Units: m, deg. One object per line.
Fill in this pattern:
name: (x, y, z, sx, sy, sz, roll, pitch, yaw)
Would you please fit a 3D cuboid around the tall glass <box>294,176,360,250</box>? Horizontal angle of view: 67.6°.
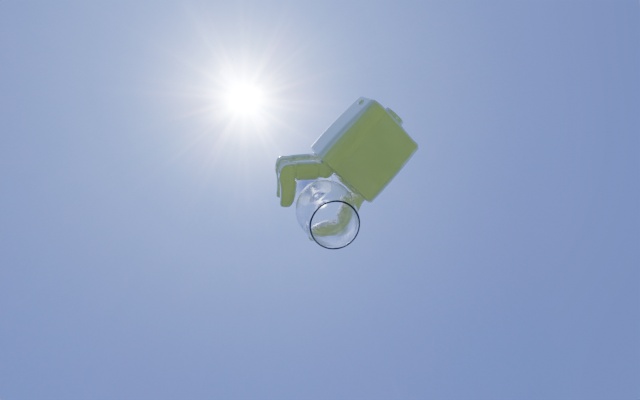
tall glass: (0.000, 0.002, 0.658, 0.079, 0.079, 0.201, 0, 16, -10)
